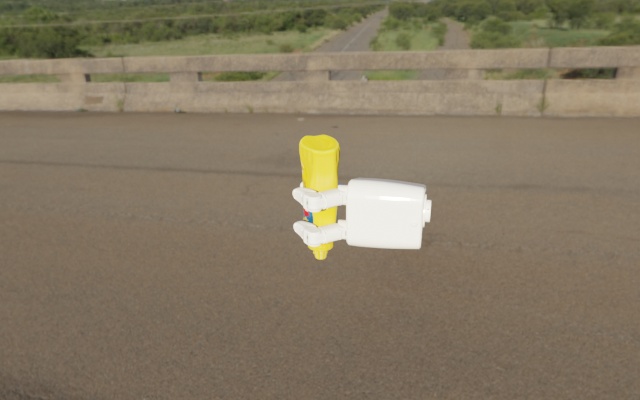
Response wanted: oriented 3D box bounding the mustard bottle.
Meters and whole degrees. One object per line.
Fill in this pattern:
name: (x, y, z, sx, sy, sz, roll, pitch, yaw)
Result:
mustard bottle: (0.000, 0.002, 0.731, 0.058, 0.192, 0.096, -5, 23, -10)
